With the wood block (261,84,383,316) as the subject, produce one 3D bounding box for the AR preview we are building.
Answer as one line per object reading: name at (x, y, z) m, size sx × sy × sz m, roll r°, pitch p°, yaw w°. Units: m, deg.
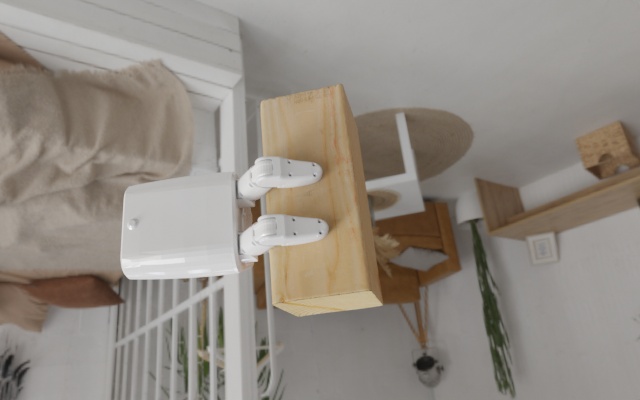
wood block at (0.000, 0.002, 0.479) m, size 0.090 × 0.206 × 0.091 m, roll -10°, pitch -22°, yaw 10°
